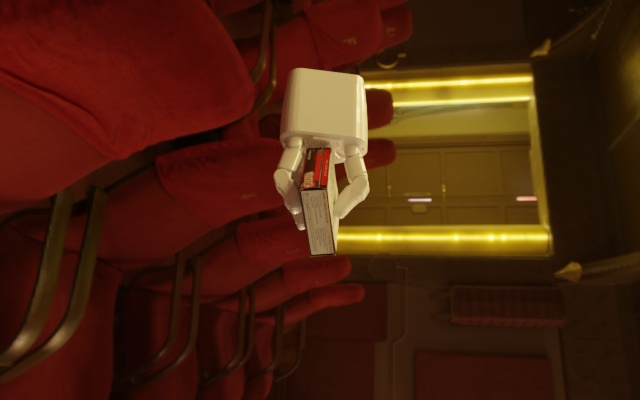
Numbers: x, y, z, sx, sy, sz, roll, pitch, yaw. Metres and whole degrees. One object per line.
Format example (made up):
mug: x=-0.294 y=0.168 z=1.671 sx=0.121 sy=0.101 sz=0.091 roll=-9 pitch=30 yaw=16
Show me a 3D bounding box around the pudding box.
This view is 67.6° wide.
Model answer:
pudding box: x=0.000 y=0.002 z=0.612 sx=0.039 sy=0.114 sz=0.090 roll=-3 pitch=38 yaw=9
